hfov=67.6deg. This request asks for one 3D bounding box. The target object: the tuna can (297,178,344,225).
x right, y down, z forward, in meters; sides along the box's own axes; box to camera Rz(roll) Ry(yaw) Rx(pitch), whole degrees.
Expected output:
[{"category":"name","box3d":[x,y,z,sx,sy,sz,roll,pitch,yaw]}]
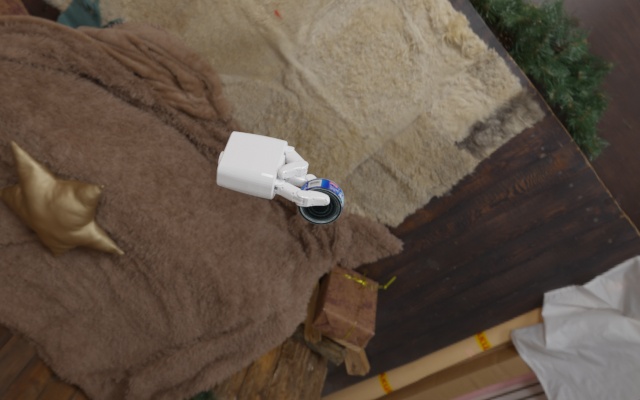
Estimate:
[{"category":"tuna can","box3d":[0.000,0.003,0.885,0.086,0.086,0.033,0,35,6]}]
